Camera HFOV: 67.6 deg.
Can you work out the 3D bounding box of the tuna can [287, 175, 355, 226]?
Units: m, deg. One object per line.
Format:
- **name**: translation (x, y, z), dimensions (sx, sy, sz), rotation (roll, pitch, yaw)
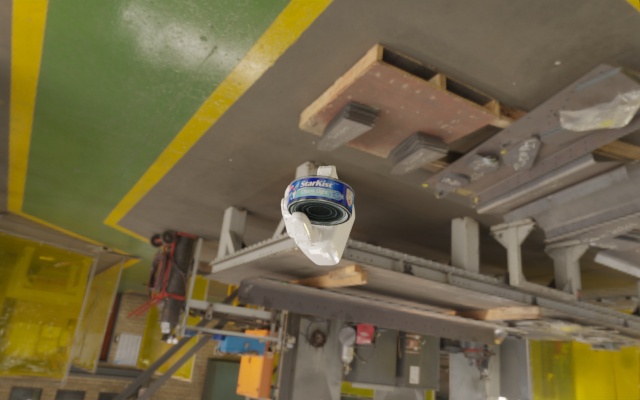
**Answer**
- **tuna can**: translation (0.000, 0.003, 0.616), dimensions (0.086, 0.033, 0.086), rotation (6, -25, 3)
